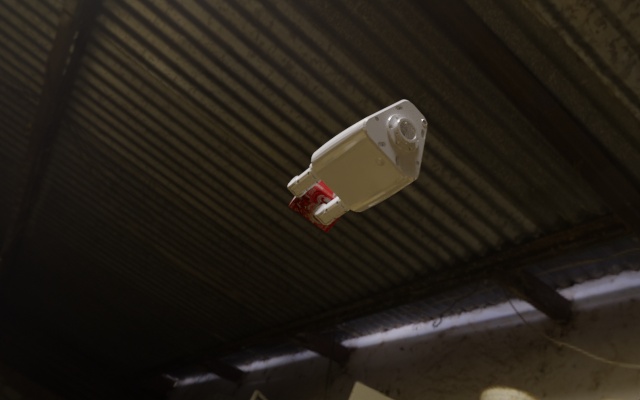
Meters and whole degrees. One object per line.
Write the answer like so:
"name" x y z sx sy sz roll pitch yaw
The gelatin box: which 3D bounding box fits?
"gelatin box" 0.000 0.002 0.716 0.073 0.030 0.089 34 -34 -3
